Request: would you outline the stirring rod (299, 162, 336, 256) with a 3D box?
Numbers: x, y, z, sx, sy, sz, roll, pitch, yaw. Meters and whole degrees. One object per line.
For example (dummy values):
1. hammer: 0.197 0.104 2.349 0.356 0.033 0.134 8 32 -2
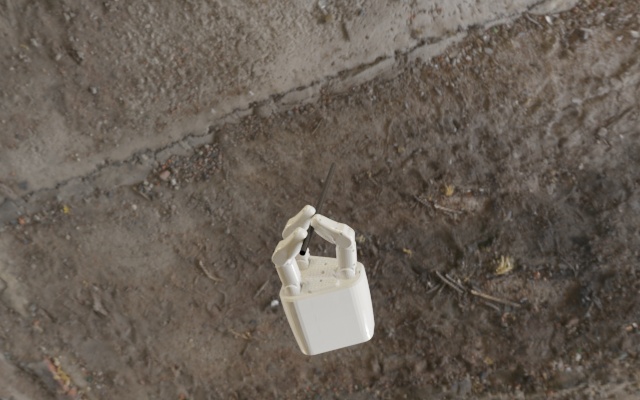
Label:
1. stirring rod: 0.000 0.002 0.658 0.011 0.011 0.239 0 30 12
